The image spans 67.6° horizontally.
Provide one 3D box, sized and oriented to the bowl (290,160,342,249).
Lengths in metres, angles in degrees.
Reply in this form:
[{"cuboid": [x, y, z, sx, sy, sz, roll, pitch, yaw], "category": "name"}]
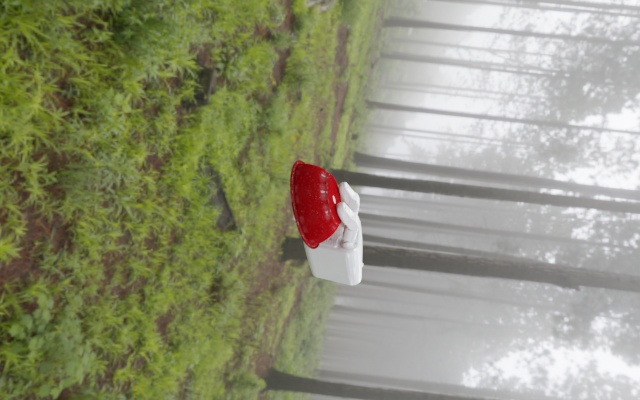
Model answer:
[{"cuboid": [0.000, 0.002, 0.845, 0.055, 0.162, 0.162, -10, -3, 16], "category": "bowl"}]
